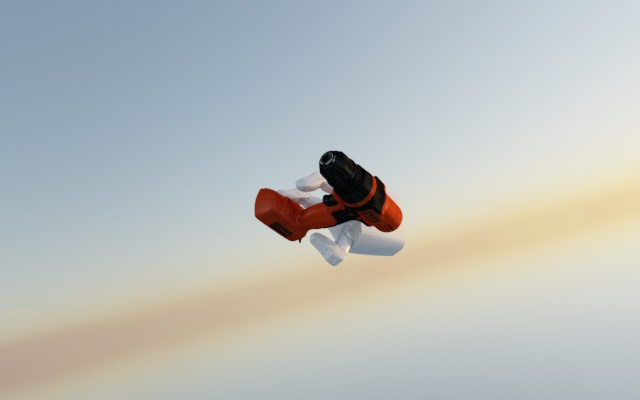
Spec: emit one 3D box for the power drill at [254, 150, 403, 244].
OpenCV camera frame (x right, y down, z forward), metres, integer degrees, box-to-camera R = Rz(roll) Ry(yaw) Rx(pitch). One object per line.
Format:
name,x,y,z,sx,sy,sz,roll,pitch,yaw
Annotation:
power drill,0.000,0.002,0.673,0.187,0.057,0.184,-10,-34,33
